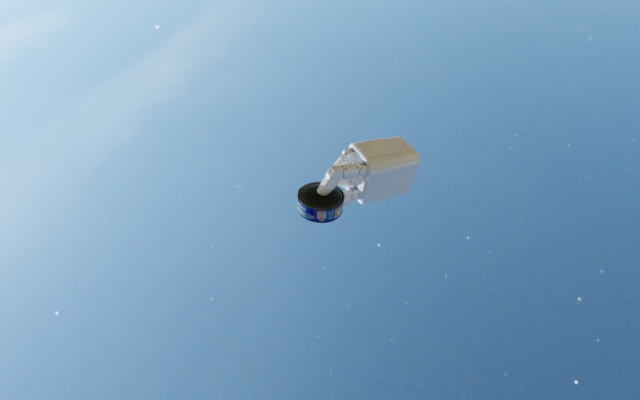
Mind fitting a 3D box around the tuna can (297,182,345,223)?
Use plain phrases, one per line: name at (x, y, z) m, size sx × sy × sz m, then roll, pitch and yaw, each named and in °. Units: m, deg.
tuna can at (0.000, 0.003, 0.869) m, size 0.086 × 0.034 × 0.086 m, roll 3°, pitch 36°, yaw -2°
